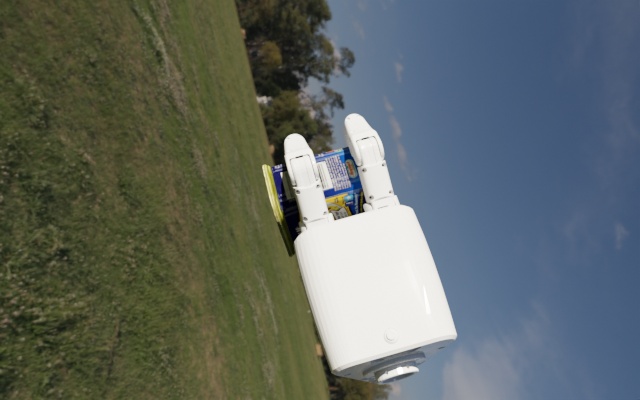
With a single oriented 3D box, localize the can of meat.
[{"bbox_3d":[0.000,0.001,0.437,0.084,0.057,0.102,-15,-32,-2],"label":"can of meat"}]
